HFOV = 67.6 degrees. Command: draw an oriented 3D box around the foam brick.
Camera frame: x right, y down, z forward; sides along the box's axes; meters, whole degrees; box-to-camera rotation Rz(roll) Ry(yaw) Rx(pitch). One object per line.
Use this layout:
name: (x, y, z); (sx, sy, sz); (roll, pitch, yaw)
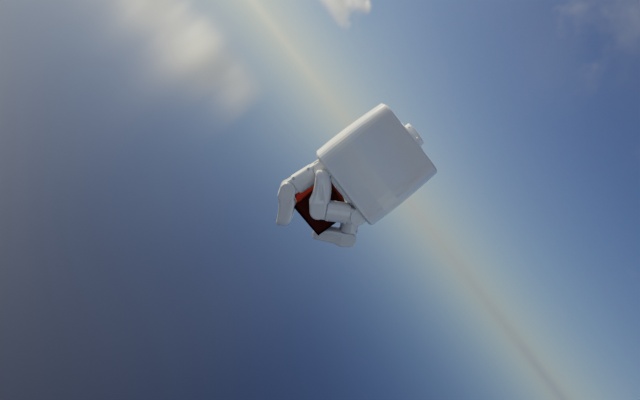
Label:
foam brick: (0.000, 0.002, 0.643); (0.051, 0.053, 0.078); (-38, 14, 8)
